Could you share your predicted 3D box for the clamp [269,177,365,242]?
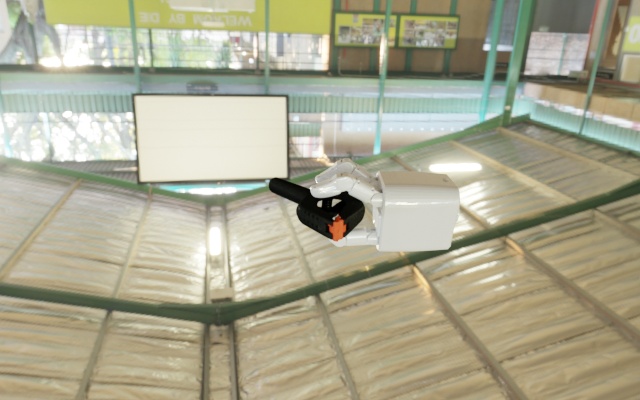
[{"bbox_3d":[0.000,0.003,0.688,0.164,0.036,0.210,-1,20,0],"label":"clamp"}]
